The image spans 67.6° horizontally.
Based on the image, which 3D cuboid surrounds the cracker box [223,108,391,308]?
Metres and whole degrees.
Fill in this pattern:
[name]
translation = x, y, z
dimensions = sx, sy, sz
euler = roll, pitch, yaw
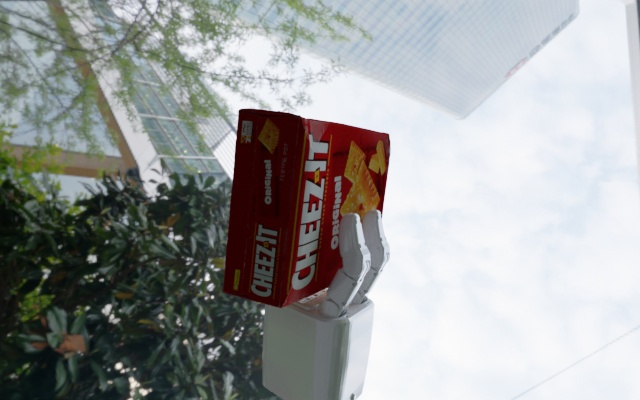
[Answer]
[cracker box]
translation = 0.000, 0.002, 0.490
dimensions = 0.072, 0.164, 0.213
euler = 9, 7, 27
